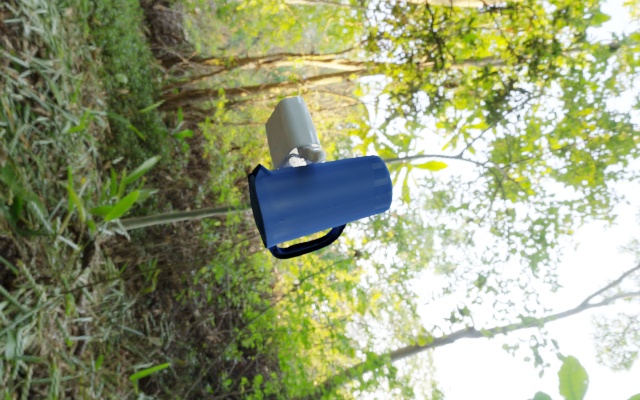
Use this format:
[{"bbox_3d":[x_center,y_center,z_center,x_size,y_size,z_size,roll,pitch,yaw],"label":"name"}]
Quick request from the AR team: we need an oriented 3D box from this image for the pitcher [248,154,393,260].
[{"bbox_3d":[0.000,0.003,0.849,0.243,0.145,0.149,-13,-19,-13],"label":"pitcher"}]
